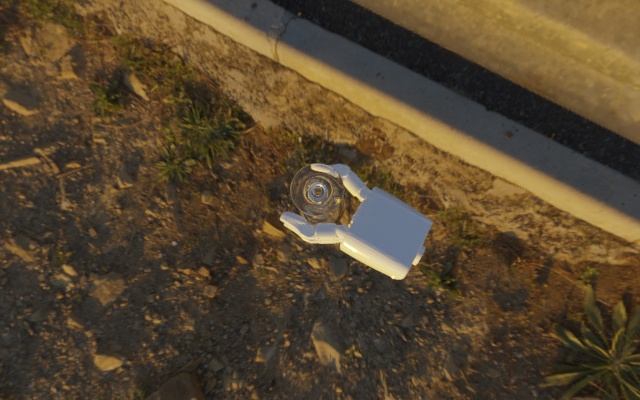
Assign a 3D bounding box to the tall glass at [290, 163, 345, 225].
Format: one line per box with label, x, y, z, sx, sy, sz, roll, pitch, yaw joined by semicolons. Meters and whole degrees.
tall glass;0.000;0.002;0.750;0.079;0.079;0.201;0;-10;2
